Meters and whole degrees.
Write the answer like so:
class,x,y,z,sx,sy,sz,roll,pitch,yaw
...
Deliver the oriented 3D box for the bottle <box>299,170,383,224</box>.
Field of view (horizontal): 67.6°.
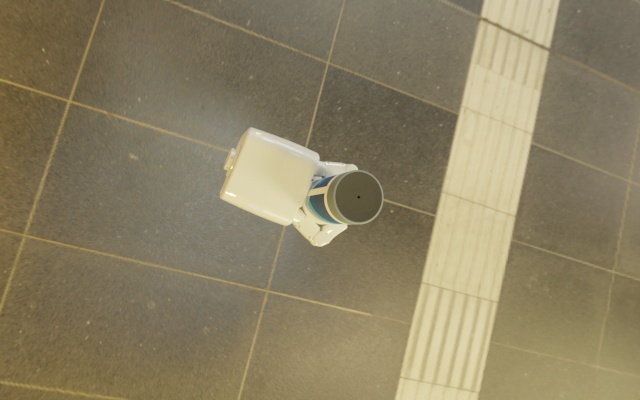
class,x,y,z,sx,sy,sz,roll,pitch,yaw
bottle,0.000,0.002,0.718,0.069,0.069,0.296,0,-3,-18
